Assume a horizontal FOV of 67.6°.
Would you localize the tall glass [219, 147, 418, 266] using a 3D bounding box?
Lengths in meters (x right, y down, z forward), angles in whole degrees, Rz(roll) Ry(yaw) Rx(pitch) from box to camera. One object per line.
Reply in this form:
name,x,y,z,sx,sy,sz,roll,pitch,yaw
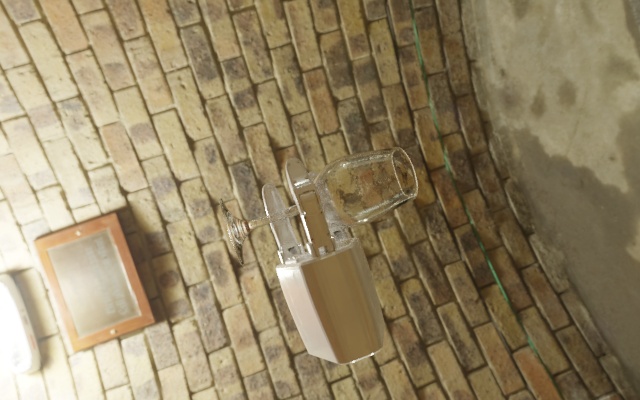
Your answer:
tall glass,-0.001,0.002,0.512,0.201,0.079,0.079,-19,3,-8
